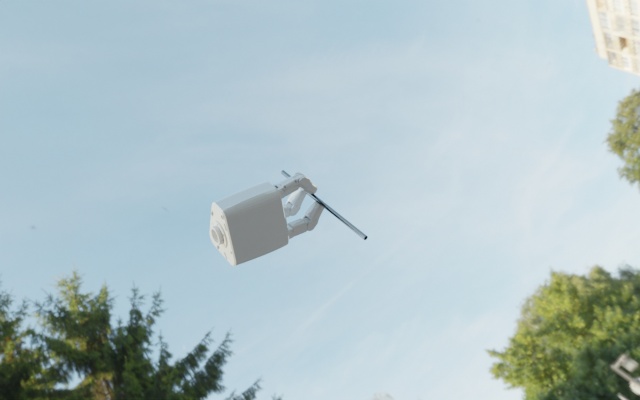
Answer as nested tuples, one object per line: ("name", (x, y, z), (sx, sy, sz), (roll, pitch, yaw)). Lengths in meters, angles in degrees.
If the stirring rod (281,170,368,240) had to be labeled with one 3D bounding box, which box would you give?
("stirring rod", (0.000, 0.003, 0.847), (0.011, 0.011, 0.239), (0, 29, -44))
